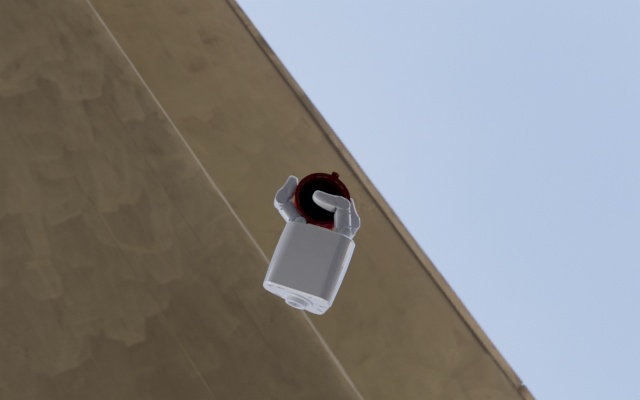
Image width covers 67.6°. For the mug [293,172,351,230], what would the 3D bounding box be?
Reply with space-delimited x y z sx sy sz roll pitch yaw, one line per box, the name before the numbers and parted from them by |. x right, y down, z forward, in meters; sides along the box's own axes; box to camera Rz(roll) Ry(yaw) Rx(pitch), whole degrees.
mug | 0.001 0.002 0.810 0.093 0.117 0.081 26 -27 -1
